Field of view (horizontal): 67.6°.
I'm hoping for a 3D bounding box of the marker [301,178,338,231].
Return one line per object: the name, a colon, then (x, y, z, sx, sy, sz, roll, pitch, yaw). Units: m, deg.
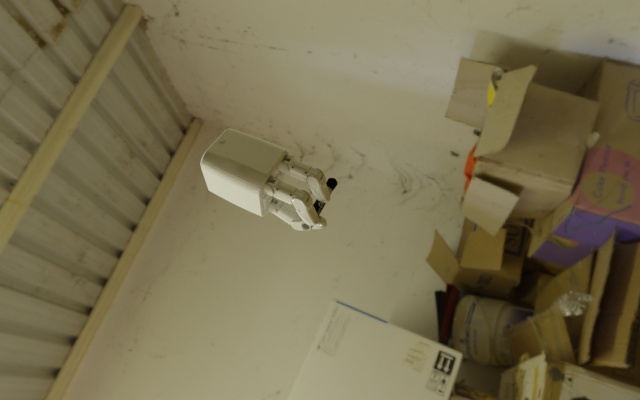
marker: (0.000, 0.003, 0.776, 0.020, 0.020, 0.121, 0, 39, 29)
